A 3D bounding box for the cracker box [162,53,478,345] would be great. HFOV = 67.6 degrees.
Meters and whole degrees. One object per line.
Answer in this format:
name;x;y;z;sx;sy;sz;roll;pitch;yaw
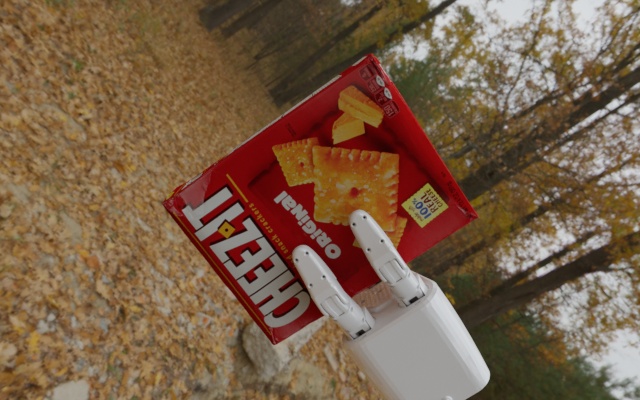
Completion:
cracker box;0.000;0.001;0.421;0.214;0.164;0.072;-34;12;7
